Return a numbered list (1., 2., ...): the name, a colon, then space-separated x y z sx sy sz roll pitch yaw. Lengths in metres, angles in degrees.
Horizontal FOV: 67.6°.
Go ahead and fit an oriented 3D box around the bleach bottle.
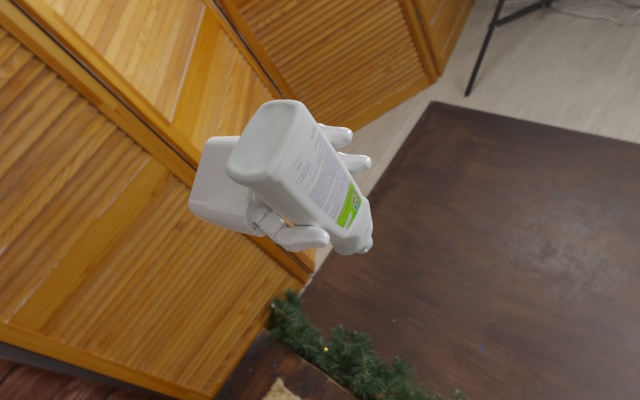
1. bleach bottle: 0.000 0.002 0.551 0.068 0.102 0.251 9 -26 34
